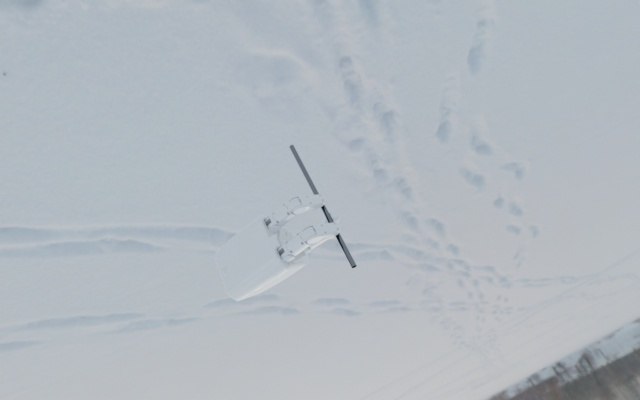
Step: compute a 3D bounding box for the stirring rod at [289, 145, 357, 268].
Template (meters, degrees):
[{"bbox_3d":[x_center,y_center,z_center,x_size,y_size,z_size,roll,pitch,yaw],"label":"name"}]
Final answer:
[{"bbox_3d":[0.000,0.002,0.751,0.011,0.239,0.011,-21,-29,-12],"label":"stirring rod"}]
